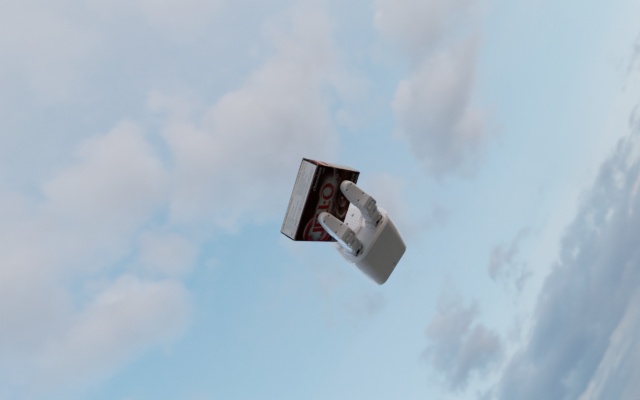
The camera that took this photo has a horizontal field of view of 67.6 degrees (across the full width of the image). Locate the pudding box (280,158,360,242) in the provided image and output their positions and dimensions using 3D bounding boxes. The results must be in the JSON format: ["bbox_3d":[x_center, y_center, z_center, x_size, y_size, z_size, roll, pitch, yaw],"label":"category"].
[{"bbox_3d":[0.000,0.002,0.673,0.039,0.113,0.090,23,12,41],"label":"pudding box"}]
